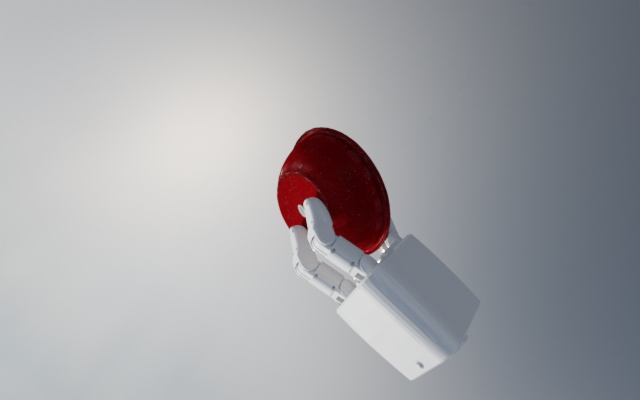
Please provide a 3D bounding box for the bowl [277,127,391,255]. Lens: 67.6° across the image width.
[{"bbox_3d":[-0.001,0.001,0.542,0.055,0.162,0.162,-27,17,-36],"label":"bowl"}]
